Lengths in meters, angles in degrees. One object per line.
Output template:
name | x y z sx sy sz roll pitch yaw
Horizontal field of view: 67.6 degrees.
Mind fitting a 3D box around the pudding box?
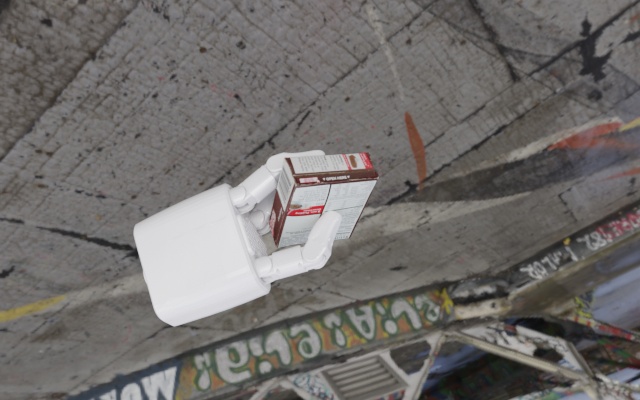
pudding box | 0.000 0.002 0.495 0.090 0.039 0.114 -6 -33 -21
